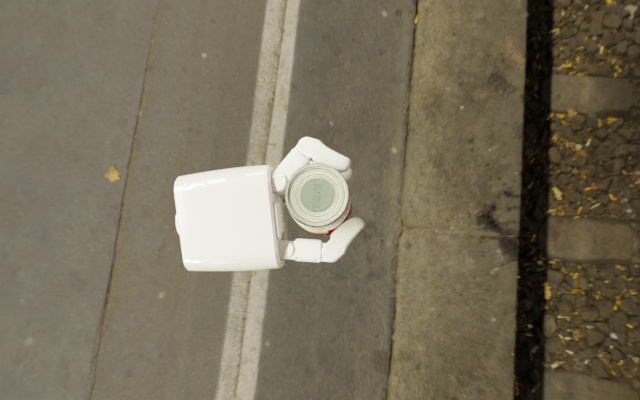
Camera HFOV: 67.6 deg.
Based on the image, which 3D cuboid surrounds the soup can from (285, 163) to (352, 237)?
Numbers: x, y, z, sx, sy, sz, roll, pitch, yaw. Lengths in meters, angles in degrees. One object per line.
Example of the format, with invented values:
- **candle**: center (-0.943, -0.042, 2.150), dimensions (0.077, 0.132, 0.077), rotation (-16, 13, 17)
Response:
- **soup can**: center (0.001, 0.002, 0.529), dimensions (0.068, 0.068, 0.102), rotation (0, -9, 5)
